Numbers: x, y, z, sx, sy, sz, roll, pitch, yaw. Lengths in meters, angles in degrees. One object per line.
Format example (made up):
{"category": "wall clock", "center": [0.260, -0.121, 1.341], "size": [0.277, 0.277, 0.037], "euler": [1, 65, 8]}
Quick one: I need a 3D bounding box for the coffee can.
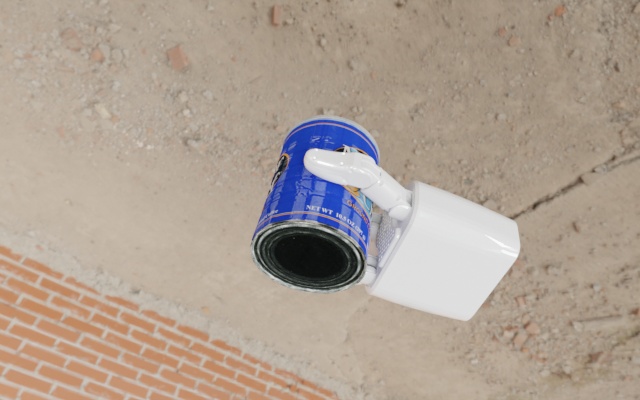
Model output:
{"category": "coffee can", "center": [0.000, 0.001, 0.456], "size": [0.103, 0.140, 0.103], "euler": [7, -42, 6]}
